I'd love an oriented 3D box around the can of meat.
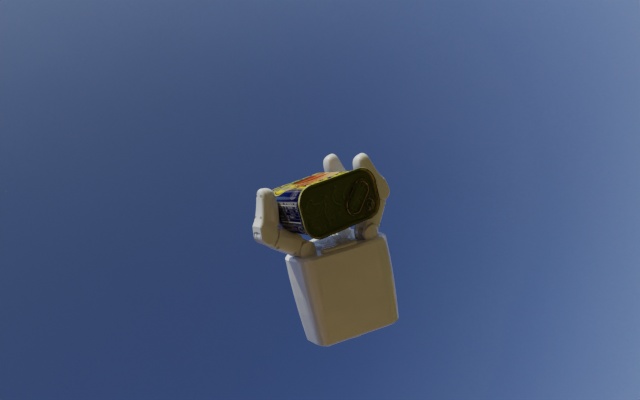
[{"bbox_3d":[0.000,0.002,0.533,0.102,0.057,0.084,-21,12,-31],"label":"can of meat"}]
